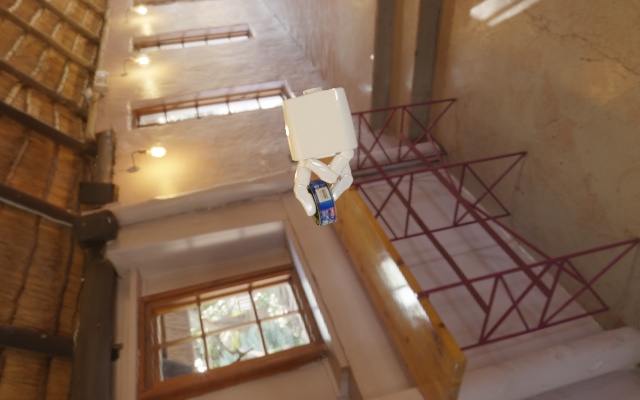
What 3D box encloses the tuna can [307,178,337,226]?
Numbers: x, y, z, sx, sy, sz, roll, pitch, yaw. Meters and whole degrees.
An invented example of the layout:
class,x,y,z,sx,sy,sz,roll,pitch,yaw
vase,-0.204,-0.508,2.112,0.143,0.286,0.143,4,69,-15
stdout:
class,x,y,z,sx,sy,sz,roll,pitch,yaw
tuna can,0.000,0.003,0.878,0.034,0.086,0.086,-17,4,-12
